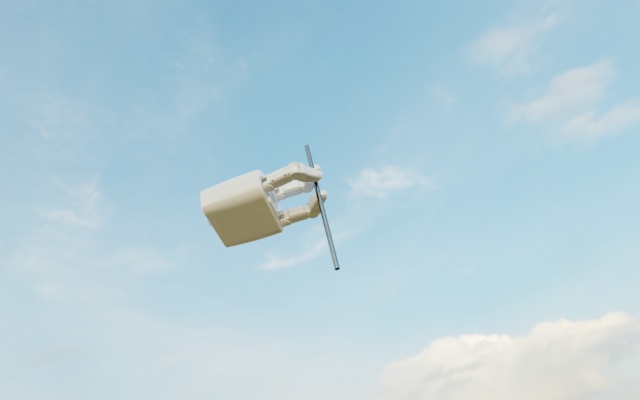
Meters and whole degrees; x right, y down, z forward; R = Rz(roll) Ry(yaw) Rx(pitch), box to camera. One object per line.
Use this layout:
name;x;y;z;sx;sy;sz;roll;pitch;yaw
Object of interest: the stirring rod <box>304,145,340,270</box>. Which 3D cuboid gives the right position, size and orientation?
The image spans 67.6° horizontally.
stirring rod;0.000;0.003;0.755;0.011;0.239;0.011;-9;-35;-7
